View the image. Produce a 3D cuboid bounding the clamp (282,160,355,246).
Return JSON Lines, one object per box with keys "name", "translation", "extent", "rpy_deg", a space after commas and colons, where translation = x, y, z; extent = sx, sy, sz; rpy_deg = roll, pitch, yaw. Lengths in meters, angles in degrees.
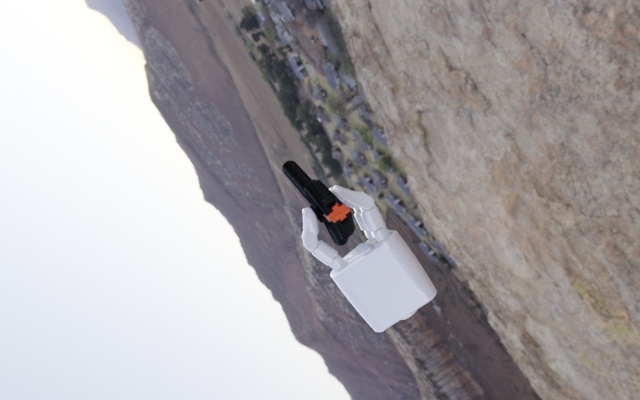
{"name": "clamp", "translation": [0.000, 0.003, 0.692], "extent": [0.036, 0.164, 0.210], "rpy_deg": [-38, 2, -6]}
